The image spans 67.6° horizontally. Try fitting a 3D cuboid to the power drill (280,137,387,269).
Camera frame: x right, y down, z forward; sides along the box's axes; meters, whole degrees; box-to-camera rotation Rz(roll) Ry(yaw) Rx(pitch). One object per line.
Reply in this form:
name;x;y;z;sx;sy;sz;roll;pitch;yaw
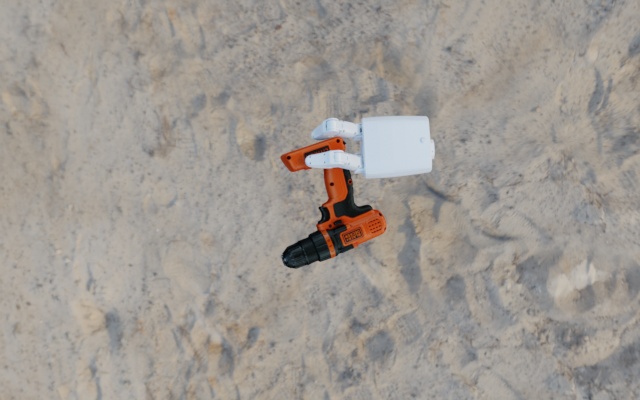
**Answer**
power drill;0.000;0.002;0.780;0.184;0.188;0.057;-22;10;-13
